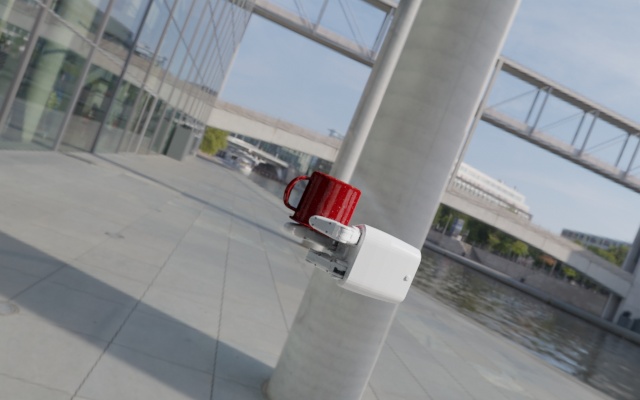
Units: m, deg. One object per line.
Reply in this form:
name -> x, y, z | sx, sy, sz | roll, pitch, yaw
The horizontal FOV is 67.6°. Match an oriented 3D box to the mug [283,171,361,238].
mug -> -0.001, 0.002, 0.719 | 0.117, 0.081, 0.093 | 24, 1, -20
